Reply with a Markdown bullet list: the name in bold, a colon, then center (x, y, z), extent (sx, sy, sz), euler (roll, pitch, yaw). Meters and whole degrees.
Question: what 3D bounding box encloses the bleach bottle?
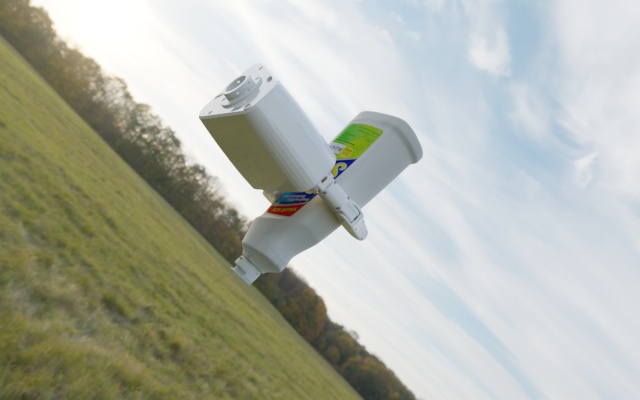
- **bleach bottle**: center (0.000, 0.002, 0.557), extent (0.102, 0.251, 0.068), euler (28, -21, 53)
